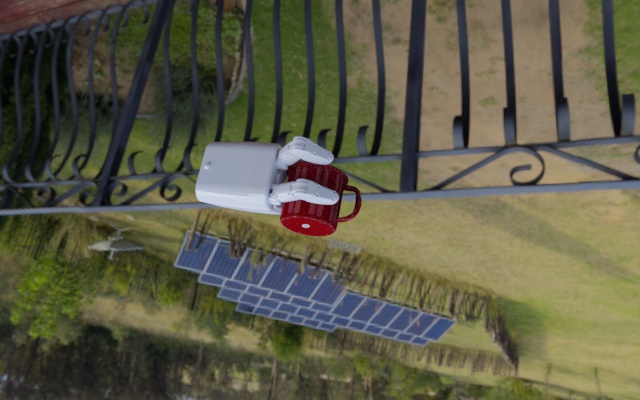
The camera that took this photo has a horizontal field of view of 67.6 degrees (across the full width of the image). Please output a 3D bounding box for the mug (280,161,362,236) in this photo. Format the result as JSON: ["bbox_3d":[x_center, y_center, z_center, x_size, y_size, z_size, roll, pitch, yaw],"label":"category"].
[{"bbox_3d":[0.001,0.003,0.679,0.117,0.081,0.093,6,-22,11],"label":"mug"}]
